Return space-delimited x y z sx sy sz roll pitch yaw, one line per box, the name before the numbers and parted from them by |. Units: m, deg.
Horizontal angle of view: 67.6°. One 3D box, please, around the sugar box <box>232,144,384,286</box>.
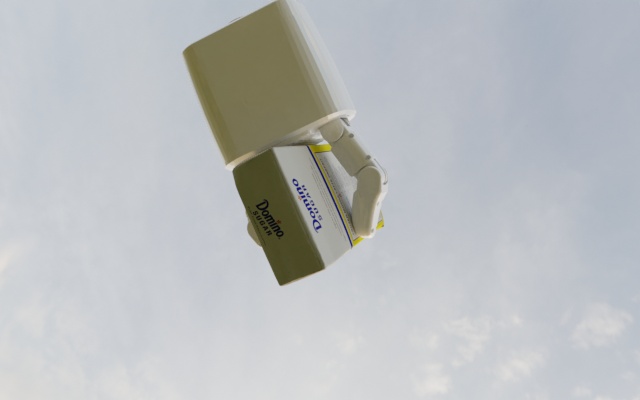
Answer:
sugar box | 0.000 0.001 0.406 0.048 0.093 0.176 -25 -2 25
